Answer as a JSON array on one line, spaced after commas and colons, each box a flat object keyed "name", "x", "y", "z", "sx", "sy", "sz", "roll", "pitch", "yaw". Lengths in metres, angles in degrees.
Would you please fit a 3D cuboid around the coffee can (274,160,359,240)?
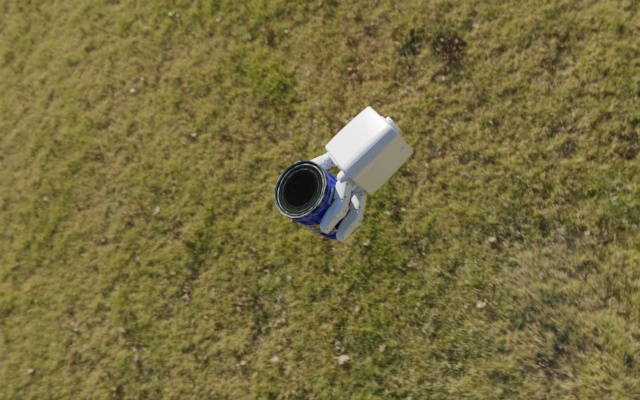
[{"name": "coffee can", "x": 0.000, "y": 0.003, "z": 0.841, "sx": 0.103, "sy": 0.102, "sz": 0.140, "roll": 0, "pitch": -19, "yaw": 32}]
